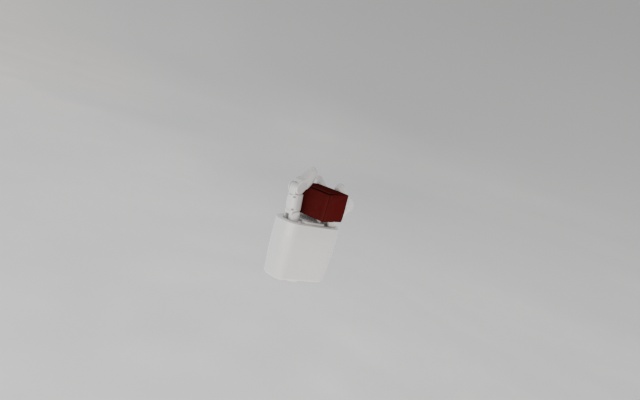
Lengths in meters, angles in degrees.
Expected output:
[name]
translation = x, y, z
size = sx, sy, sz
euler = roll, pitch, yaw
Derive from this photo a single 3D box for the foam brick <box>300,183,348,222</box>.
[foam brick]
translation = 0.000, 0.003, 0.837
size = 0.078, 0.051, 0.053
euler = 23, 12, 40
